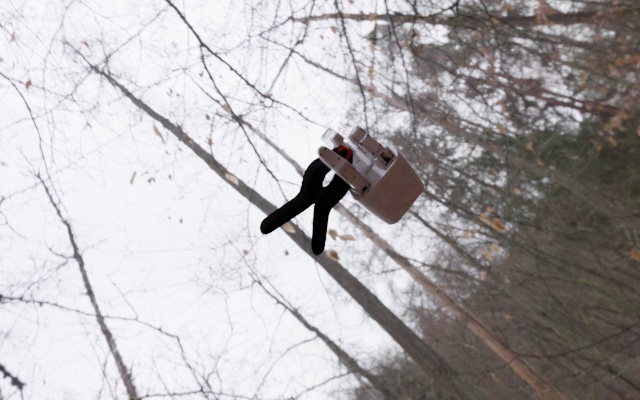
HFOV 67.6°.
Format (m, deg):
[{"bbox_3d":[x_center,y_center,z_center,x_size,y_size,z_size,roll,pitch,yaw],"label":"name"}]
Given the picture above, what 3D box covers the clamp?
[{"bbox_3d":[0.000,0.002,0.702,0.120,0.171,0.039,38,1,-46],"label":"clamp"}]
